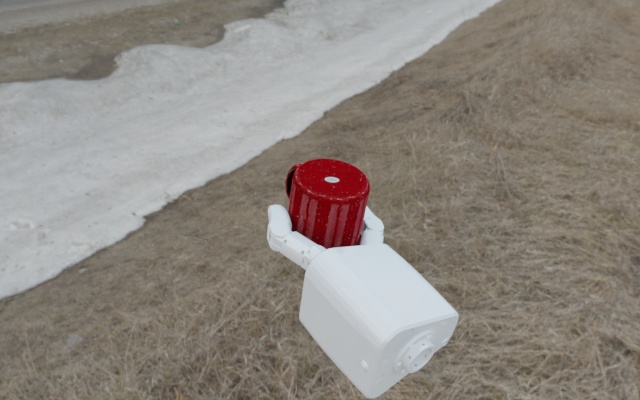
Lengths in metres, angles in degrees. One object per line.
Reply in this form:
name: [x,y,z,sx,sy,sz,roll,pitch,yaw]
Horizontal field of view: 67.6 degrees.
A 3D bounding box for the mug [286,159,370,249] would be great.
mug: [-0.001,0.001,0.524,0.093,0.082,0.117,-16,43,-32]
